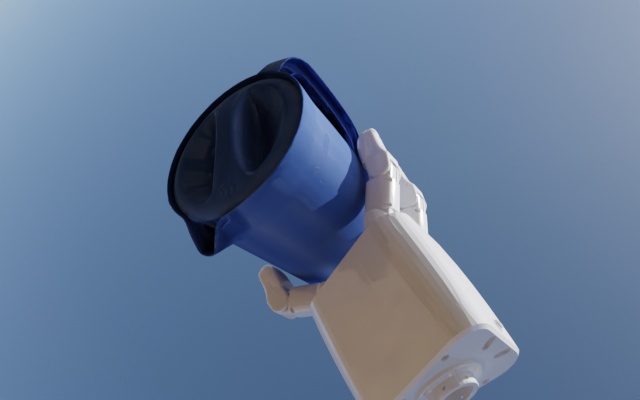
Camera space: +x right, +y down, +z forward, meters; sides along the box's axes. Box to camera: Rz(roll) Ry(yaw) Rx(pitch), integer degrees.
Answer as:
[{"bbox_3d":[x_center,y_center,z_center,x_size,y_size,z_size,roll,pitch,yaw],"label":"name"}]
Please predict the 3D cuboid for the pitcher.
[{"bbox_3d":[0.000,0.002,0.434,0.243,0.149,0.145,40,11,-43],"label":"pitcher"}]
